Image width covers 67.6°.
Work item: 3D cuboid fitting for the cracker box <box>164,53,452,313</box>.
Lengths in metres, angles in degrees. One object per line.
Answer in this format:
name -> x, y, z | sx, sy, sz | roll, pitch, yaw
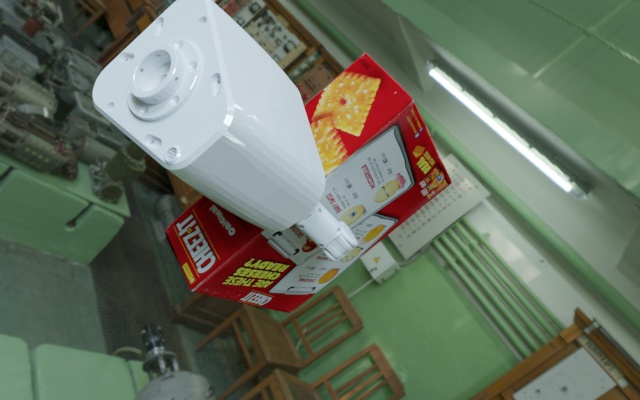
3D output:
cracker box -> 0.000, 0.001, 0.423 | 0.214, 0.072, 0.164 | -40, -30, 7
